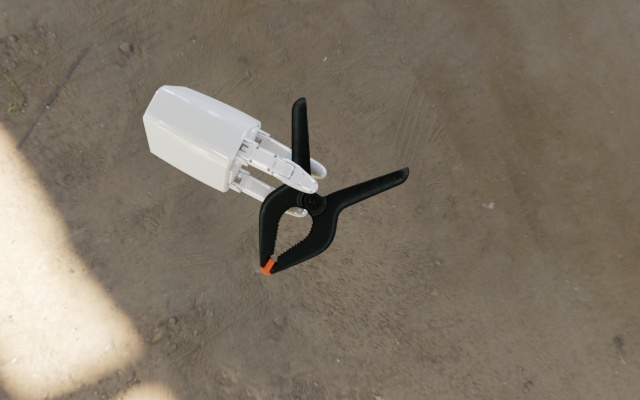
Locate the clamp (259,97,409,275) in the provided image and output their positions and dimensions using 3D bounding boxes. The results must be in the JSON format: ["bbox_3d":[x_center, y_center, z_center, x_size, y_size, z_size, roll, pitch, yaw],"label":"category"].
[{"bbox_3d":[0.000,0.002,0.571,0.164,0.210,0.036,27,-7,-2],"label":"clamp"}]
